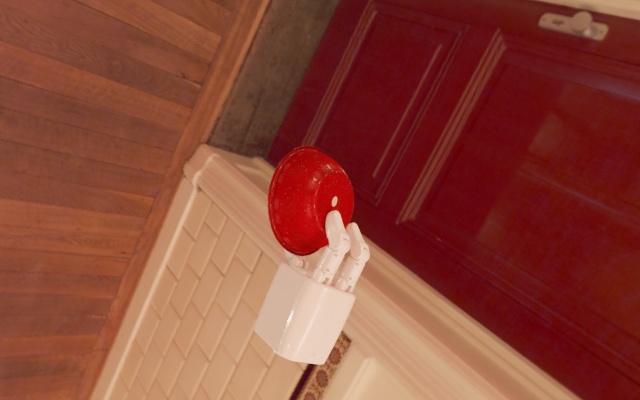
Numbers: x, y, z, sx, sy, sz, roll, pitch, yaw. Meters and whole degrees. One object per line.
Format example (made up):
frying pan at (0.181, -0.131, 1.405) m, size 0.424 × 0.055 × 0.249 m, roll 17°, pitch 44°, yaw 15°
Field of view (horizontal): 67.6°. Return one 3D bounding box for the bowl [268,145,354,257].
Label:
bowl at (0.001, 0.001, 0.681) m, size 0.055 × 0.162 × 0.162 m, roll 4°, pitch 2°, yaw 39°
